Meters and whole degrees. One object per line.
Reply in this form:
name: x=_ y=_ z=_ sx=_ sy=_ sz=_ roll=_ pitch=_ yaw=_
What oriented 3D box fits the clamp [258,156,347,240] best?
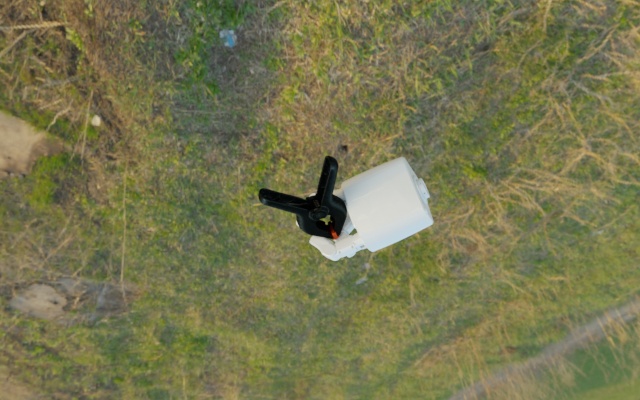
clamp: x=0.000 y=0.003 z=0.712 sx=0.120 sy=0.039 sz=0.171 roll=-27 pitch=-36 yaw=17
